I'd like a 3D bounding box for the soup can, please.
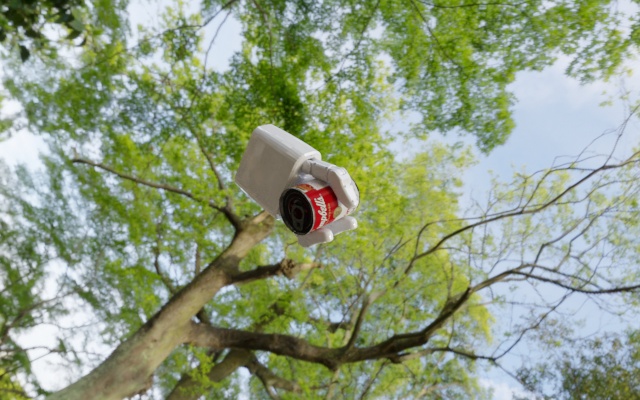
[{"bbox_3d":[0.001,0.002,0.686,0.068,0.068,0.102,0,15,44],"label":"soup can"}]
